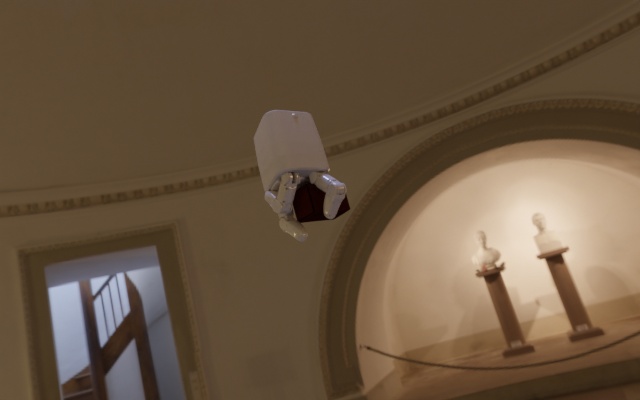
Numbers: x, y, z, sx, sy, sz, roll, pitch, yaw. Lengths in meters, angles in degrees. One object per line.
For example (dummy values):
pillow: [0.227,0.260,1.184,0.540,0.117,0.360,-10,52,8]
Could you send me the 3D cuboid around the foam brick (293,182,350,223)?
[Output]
foam brick: [0.000,0.003,0.792,0.078,0.051,0.053,-3,-19,-39]
